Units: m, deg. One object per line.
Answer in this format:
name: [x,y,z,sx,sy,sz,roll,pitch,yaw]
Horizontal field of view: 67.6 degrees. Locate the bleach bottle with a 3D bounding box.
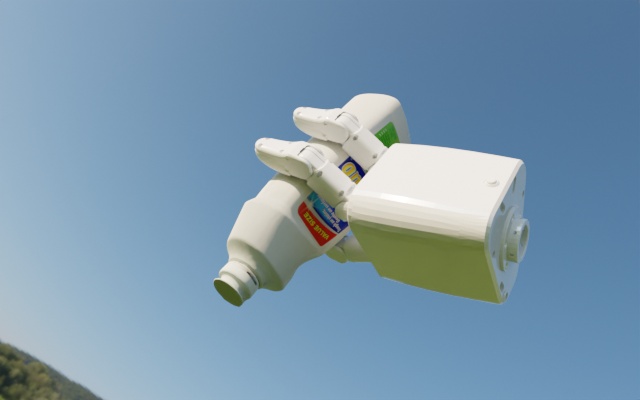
bleach bottle: [0.000,0.001,0.434,0.068,0.103,0.250,11,43,34]
